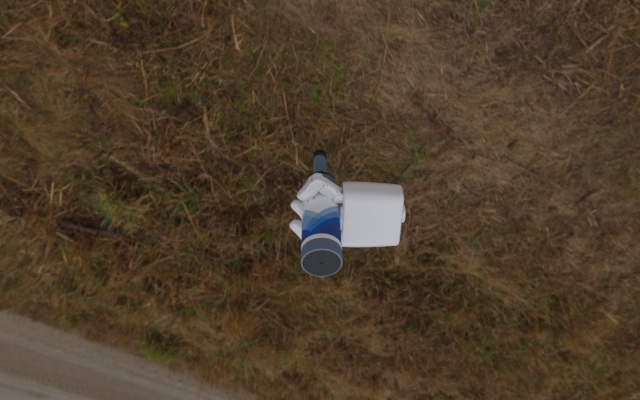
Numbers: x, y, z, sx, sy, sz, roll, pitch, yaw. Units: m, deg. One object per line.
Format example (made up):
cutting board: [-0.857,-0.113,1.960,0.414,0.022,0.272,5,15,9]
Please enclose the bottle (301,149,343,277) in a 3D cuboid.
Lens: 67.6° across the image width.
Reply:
bottle: [0.000,0.003,0.866,0.069,0.069,0.295,0,41,-1]
